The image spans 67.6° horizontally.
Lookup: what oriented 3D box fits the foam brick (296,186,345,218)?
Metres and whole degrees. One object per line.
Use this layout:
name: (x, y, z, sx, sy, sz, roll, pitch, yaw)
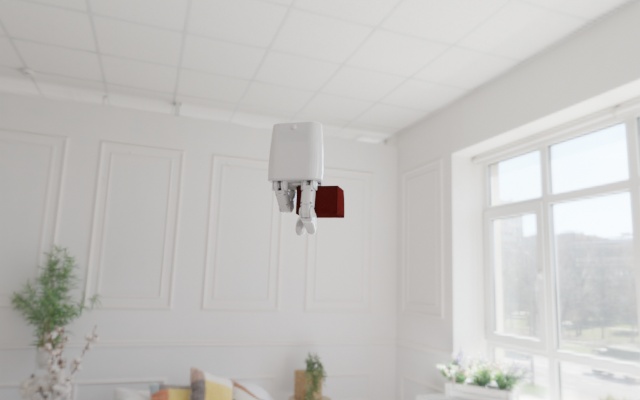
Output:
foam brick: (0.000, 0.003, 0.851, 0.078, 0.051, 0.053, 0, -10, 16)
